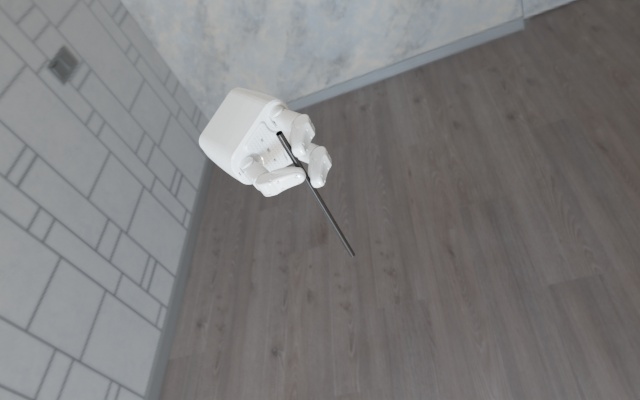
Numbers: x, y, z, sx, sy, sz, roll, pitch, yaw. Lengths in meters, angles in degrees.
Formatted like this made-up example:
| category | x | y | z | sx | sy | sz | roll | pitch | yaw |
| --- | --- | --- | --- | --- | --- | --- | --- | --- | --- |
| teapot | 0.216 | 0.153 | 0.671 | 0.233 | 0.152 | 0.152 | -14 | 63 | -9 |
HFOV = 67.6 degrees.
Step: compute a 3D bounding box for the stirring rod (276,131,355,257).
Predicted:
| category | x | y | z | sx | sy | sz | roll | pitch | yaw |
| --- | --- | --- | --- | --- | --- | --- | --- | --- | --- |
| stirring rod | 0.000 | 0.002 | 0.611 | 0.011 | 0.011 | 0.240 | 0 | -40 | 30 |
